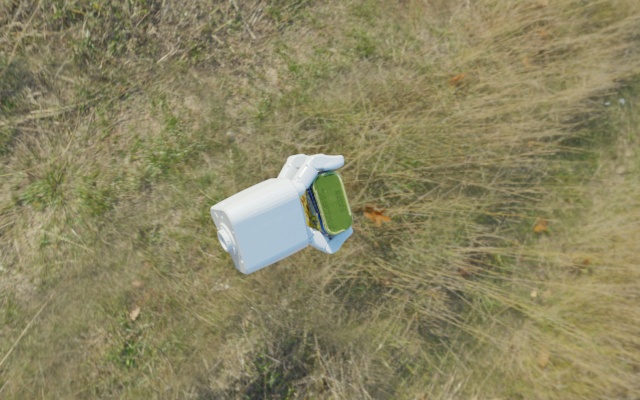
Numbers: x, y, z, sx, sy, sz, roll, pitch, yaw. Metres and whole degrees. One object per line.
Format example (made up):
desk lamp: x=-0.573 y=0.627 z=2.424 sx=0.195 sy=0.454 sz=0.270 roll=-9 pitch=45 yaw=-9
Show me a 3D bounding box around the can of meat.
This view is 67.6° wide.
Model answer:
can of meat: x=0.000 y=0.003 z=0.747 sx=0.057 sy=0.102 sz=0.084 roll=-23 pitch=12 yaw=-26
